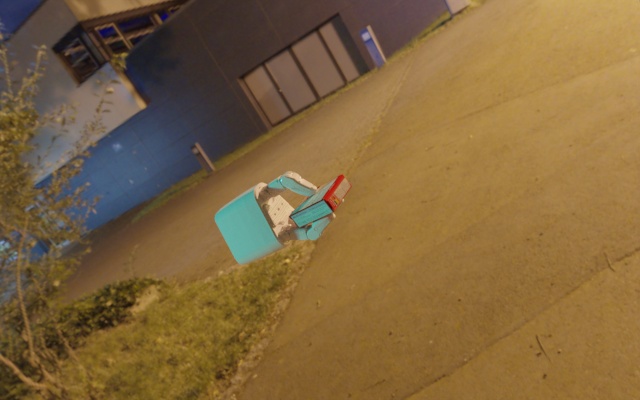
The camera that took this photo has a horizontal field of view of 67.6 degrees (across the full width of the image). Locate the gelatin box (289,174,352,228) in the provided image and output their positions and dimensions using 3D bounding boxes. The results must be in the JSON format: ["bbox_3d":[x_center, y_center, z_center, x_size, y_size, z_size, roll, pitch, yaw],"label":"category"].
[{"bbox_3d":[0.000,0.002,0.774,0.089,0.030,0.073,-28,17,42],"label":"gelatin box"}]
